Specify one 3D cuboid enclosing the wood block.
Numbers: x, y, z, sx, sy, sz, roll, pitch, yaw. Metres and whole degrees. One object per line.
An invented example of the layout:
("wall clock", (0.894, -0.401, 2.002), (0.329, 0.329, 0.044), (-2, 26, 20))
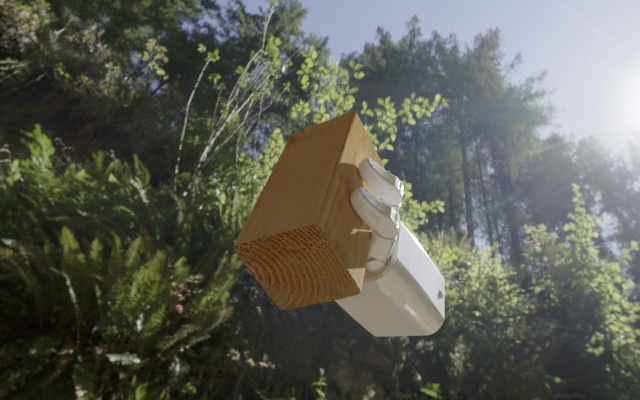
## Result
("wood block", (0.000, 0.002, 0.504), (0.091, 0.090, 0.206), (-18, 30, 25))
